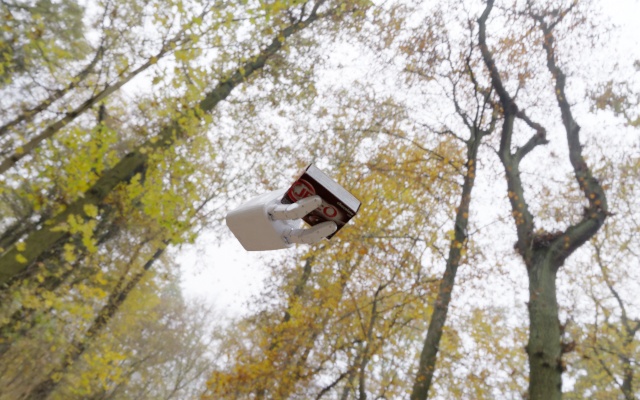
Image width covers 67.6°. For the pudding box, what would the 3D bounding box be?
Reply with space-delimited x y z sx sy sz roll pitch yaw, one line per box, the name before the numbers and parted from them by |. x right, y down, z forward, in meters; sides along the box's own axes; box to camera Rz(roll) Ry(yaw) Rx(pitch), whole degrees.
pudding box | 0.000 0.003 0.813 0.113 0.039 0.090 37 -47 -7
